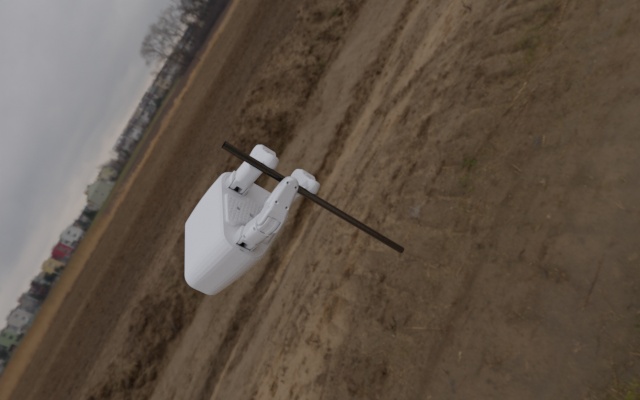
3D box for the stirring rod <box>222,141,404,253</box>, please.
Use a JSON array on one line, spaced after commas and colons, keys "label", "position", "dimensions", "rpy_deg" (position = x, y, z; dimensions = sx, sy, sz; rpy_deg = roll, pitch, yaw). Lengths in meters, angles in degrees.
[{"label": "stirring rod", "position": [0.000, 0.002, 0.517], "dimensions": [0.239, 0.011, 0.011], "rpy_deg": [31, -13, -22]}]
